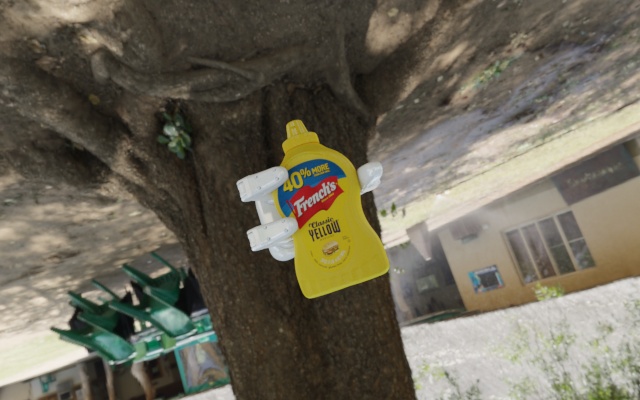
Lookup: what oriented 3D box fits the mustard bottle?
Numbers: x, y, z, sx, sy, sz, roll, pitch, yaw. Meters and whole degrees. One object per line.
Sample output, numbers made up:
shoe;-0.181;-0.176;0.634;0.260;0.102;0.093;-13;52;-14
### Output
mustard bottle;0.000;0.002;0.522;0.096;0.191;0.058;-21;-11;13
